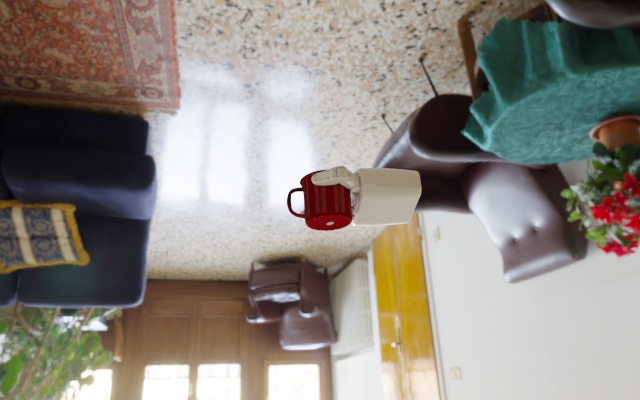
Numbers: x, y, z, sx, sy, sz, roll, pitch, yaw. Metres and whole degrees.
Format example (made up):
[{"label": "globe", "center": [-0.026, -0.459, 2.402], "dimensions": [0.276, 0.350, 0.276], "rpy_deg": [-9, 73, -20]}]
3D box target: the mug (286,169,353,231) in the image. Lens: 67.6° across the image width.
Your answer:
[{"label": "mug", "center": [-0.001, 0.003, 0.821], "dimensions": [0.117, 0.081, 0.093], "rpy_deg": [-1, -22, -8]}]
